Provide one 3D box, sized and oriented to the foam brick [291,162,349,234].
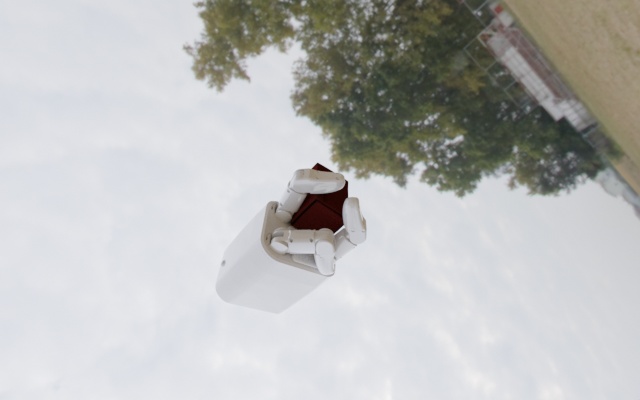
[{"bbox_3d":[0.000,0.002,0.592,0.053,0.078,0.051,32,-57,-21],"label":"foam brick"}]
